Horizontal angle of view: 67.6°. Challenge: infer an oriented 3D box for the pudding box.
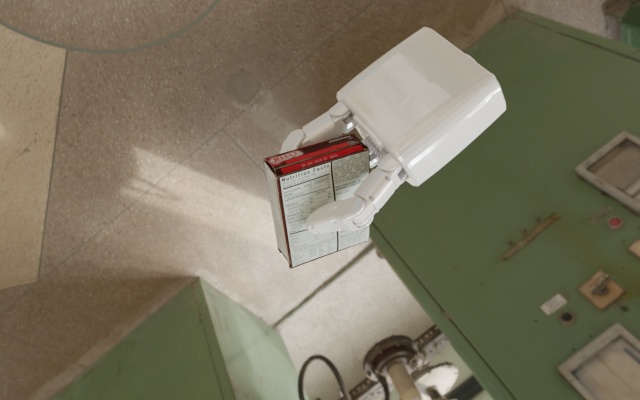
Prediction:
[{"bbox_3d":[0.000,0.002,0.449,0.090,0.114,0.039,-17,37,-16],"label":"pudding box"}]
